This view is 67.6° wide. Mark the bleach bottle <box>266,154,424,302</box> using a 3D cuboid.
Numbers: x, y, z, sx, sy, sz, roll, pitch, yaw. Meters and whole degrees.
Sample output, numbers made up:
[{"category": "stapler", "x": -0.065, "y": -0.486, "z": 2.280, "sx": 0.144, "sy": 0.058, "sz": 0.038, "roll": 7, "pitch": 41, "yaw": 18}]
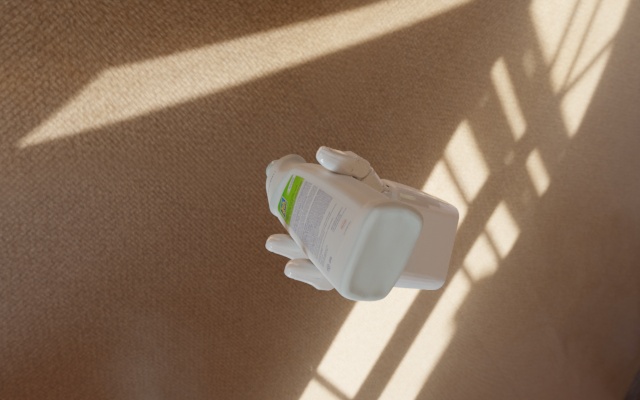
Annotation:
[{"category": "bleach bottle", "x": 0.000, "y": 0.002, "z": 0.519, "sx": 0.068, "sy": 0.102, "sz": 0.250, "roll": 13, "pitch": 16, "yaw": -33}]
